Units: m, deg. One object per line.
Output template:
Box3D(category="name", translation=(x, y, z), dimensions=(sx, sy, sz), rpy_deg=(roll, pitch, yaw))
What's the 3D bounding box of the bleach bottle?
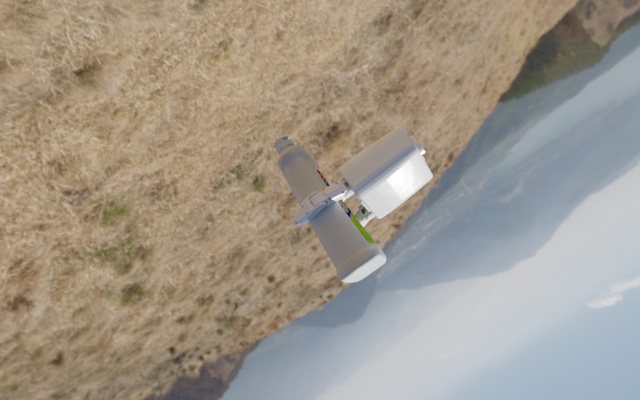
Box3D(category="bleach bottle", translation=(0.000, 0.002, 0.722), dimensions=(0.068, 0.250, 0.102), rpy_deg=(-37, -19, 9))
